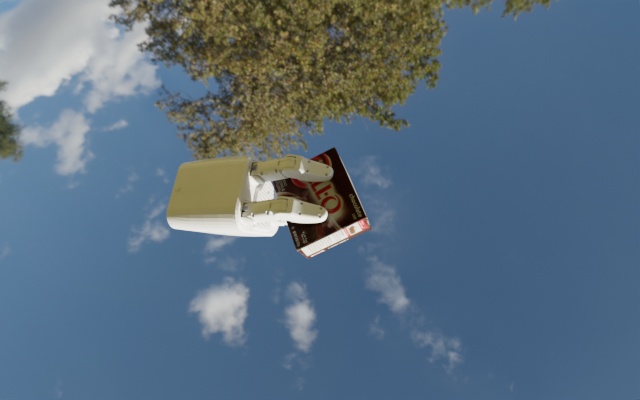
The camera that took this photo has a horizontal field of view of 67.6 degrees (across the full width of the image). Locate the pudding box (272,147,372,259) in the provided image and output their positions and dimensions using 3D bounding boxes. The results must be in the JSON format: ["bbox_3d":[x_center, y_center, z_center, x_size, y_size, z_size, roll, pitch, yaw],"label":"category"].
[{"bbox_3d":[0.000,0.002,0.579,0.090,0.113,0.039,-26,-30,7],"label":"pudding box"}]
